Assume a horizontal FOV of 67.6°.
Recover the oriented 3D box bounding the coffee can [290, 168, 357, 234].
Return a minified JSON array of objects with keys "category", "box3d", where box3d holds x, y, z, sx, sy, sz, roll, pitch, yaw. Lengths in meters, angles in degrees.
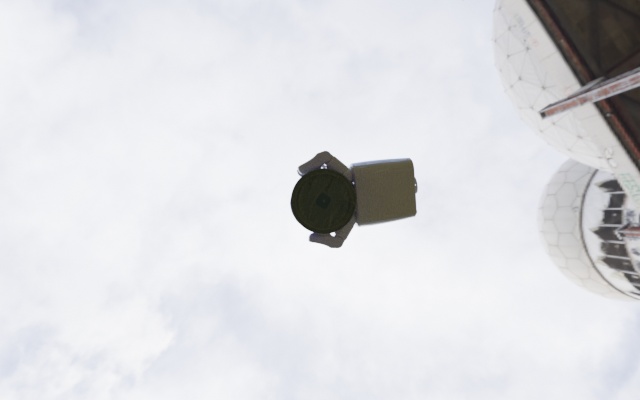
[{"category":"coffee can","box3d":[0.000,0.003,0.807,0.103,0.103,0.140,0,-1,-4]}]
